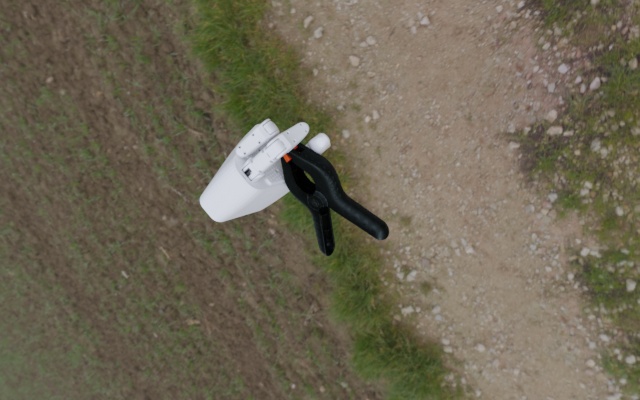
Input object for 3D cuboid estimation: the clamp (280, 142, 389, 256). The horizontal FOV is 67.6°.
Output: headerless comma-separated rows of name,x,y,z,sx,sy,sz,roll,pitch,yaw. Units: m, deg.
clamp,0.000,0.002,0.629,0.120,0.171,0.039,-36,4,42
